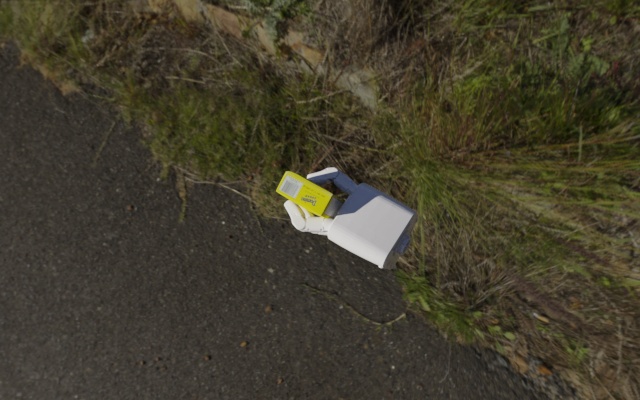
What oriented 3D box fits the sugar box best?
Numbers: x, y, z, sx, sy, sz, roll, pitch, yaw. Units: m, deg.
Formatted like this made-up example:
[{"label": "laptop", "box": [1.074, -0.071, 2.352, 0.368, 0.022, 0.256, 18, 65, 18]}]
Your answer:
[{"label": "sugar box", "box": [0.000, 0.003, 0.837, 0.093, 0.048, 0.176, 29, -2, 21]}]
